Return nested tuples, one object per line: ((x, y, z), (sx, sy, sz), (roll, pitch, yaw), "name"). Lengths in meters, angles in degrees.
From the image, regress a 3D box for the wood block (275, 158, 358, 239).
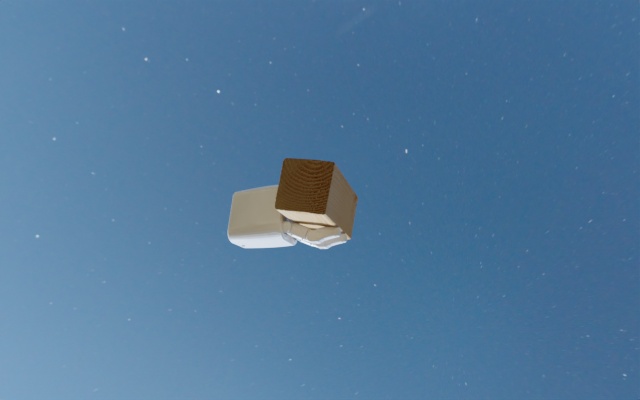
((0.000, 0.003, 0.859), (0.090, 0.090, 0.206), (6, -13, 17), "wood block")
